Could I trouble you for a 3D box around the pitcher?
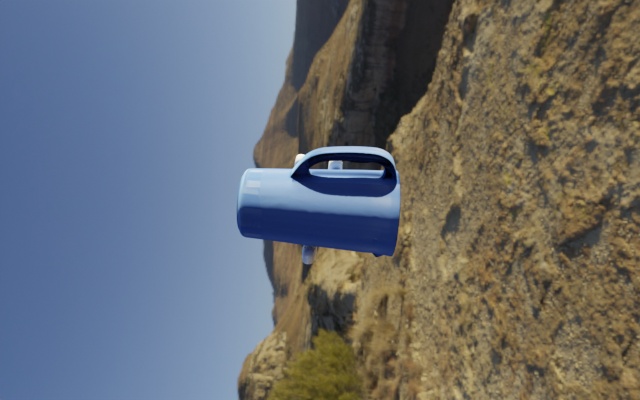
[{"bbox_3d":[0.000,0.002,0.733,0.243,0.149,0.145,4,-11,1],"label":"pitcher"}]
